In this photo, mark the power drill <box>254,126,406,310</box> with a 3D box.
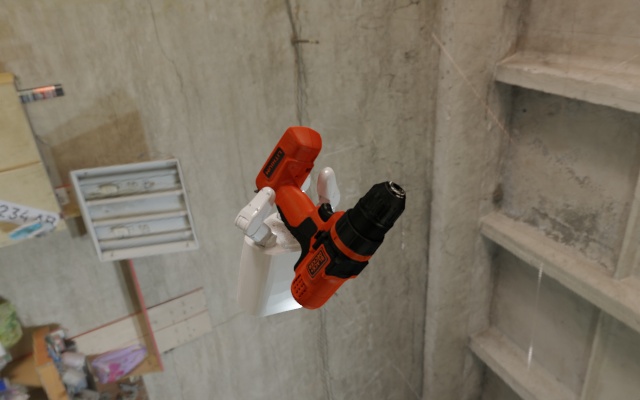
[{"bbox_3d":[0.000,0.002,0.544,0.057,0.187,0.184,10,-50,-40],"label":"power drill"}]
